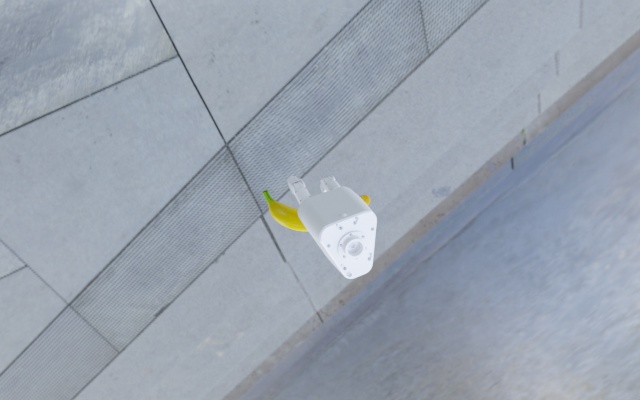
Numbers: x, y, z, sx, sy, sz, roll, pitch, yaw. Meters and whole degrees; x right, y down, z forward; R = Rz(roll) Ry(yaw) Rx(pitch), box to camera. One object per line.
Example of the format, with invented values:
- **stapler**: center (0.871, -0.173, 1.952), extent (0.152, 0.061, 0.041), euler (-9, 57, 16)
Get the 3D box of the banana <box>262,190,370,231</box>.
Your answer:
- **banana**: center (-0.005, 0.021, 0.847), extent (0.198, 0.069, 0.037), euler (3, 7, -16)
